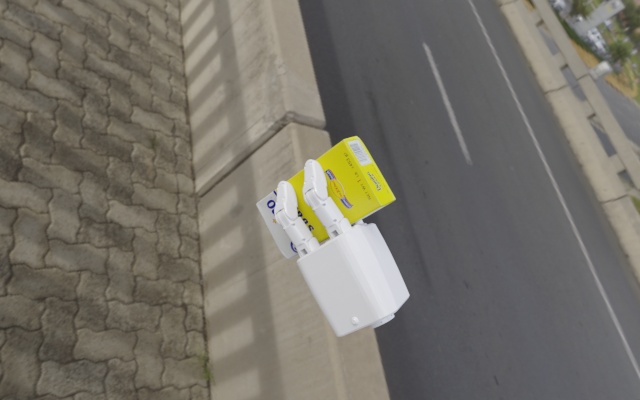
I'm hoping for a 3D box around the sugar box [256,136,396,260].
[{"bbox_3d":[0.000,0.002,0.617,0.176,0.093,0.048,-34,-8,34],"label":"sugar box"}]
